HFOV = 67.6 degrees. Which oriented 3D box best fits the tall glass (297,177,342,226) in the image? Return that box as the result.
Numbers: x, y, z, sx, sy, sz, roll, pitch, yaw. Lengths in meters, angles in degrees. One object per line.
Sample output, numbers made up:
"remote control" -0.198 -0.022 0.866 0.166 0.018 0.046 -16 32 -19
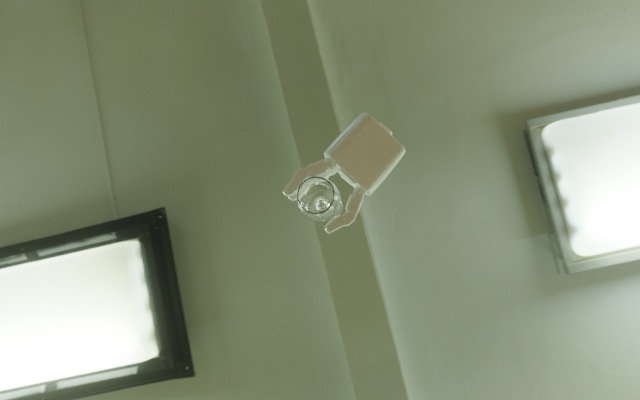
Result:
"tall glass" 0.000 0.003 0.874 0.079 0.079 0.201 0 -6 5
